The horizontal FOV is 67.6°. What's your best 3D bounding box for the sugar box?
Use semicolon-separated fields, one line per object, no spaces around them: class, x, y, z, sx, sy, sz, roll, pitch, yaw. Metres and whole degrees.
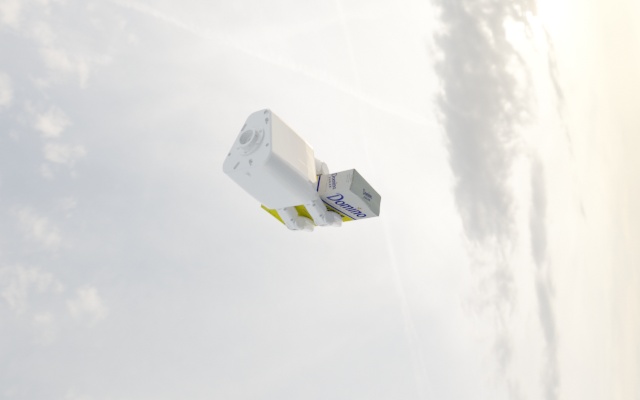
sugar box;0.000;0.003;0.779;0.176;0.048;0.093;-9;-33;34
